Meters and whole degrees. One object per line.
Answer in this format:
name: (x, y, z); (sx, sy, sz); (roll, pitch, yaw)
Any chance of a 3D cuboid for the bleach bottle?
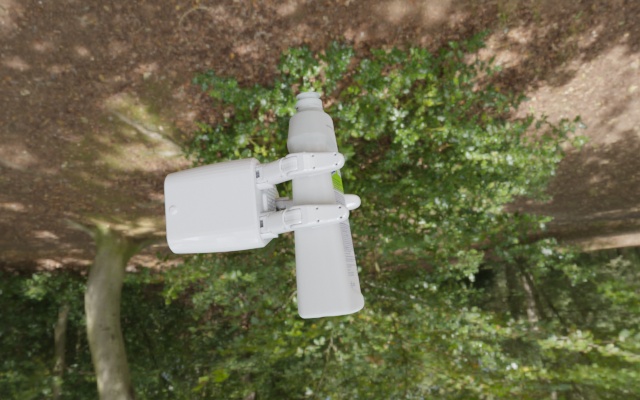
bleach bottle: (0.000, 0.002, 0.547); (0.068, 0.250, 0.102); (-8, -10, 10)
